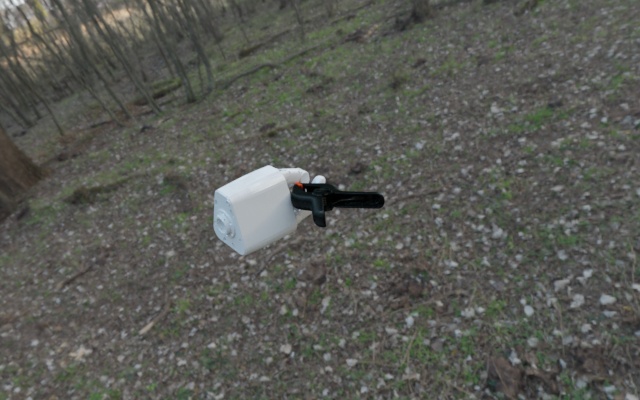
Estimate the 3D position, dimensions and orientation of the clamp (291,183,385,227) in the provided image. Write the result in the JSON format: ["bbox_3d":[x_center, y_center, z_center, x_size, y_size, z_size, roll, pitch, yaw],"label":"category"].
[{"bbox_3d":[0.000,0.002,0.740,0.120,0.039,0.171,-14,16,-40],"label":"clamp"}]
